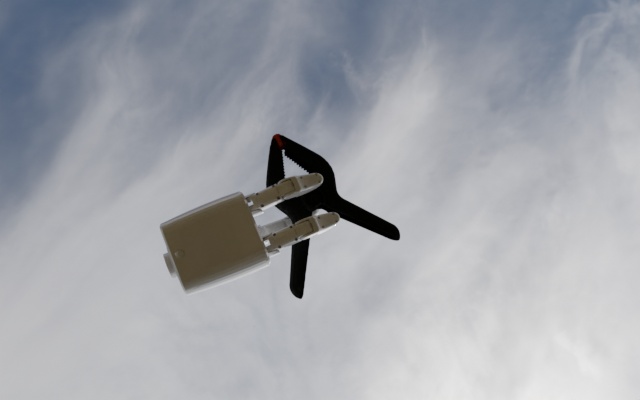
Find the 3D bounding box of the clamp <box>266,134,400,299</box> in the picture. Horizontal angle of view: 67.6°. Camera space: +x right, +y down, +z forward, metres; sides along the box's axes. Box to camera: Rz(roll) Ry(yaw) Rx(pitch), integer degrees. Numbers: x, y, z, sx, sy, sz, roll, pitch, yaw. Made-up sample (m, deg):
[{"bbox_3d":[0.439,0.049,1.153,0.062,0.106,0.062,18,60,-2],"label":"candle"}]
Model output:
[{"bbox_3d":[0.000,0.002,0.631,0.164,0.210,0.036,-21,-11,-17],"label":"clamp"}]
